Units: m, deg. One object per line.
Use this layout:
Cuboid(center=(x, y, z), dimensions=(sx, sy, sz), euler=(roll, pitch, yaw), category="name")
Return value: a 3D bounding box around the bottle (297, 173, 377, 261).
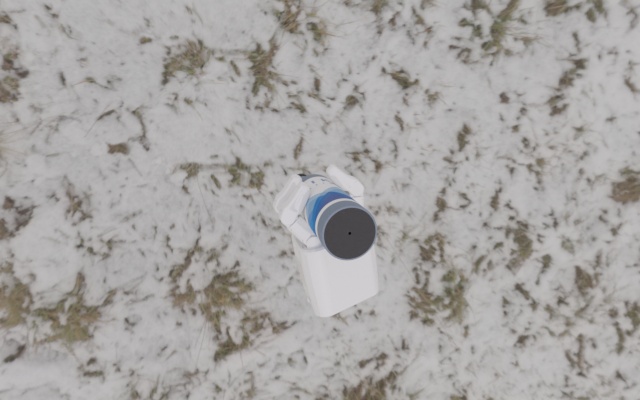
Cuboid(center=(0.000, 0.002, 0.683), dimensions=(0.069, 0.069, 0.295), euler=(0, 14, -14), category="bottle")
